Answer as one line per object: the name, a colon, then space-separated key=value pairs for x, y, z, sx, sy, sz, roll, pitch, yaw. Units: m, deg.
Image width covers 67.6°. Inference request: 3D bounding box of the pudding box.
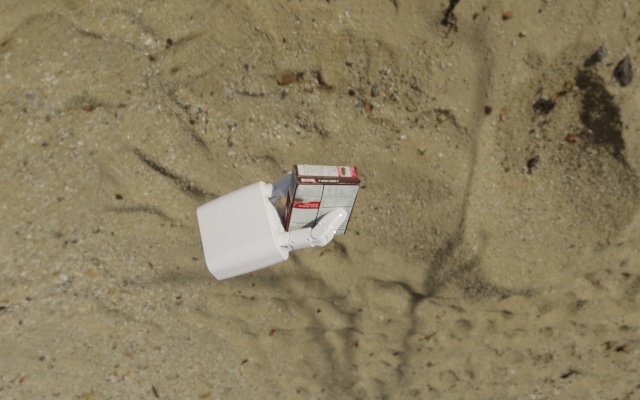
pudding box: x=0.000 y=0.002 z=0.669 sx=0.090 sy=0.039 sz=0.114 roll=0 pitch=-41 yaw=-13
